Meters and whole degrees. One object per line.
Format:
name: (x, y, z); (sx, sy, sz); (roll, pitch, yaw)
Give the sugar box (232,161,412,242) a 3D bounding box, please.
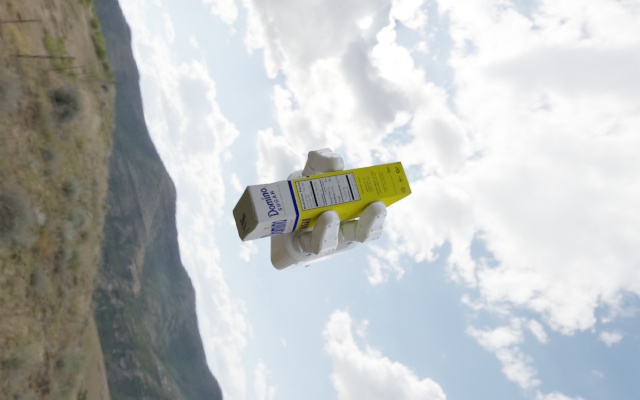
sugar box: (0.000, 0.002, 0.520); (0.176, 0.048, 0.093); (-13, -12, -23)
